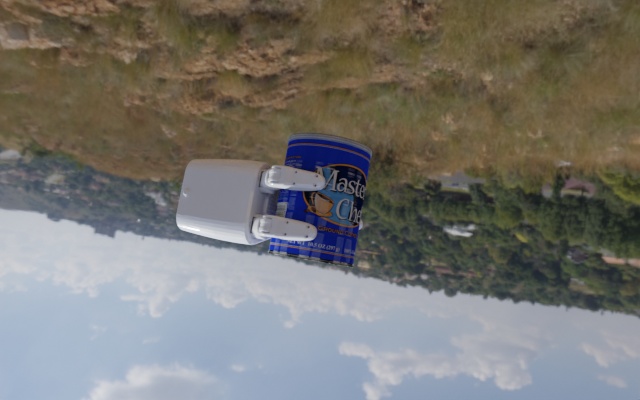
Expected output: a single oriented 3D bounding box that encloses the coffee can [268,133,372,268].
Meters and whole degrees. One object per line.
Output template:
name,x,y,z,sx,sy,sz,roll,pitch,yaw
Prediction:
coffee can,0.000,0.002,0.568,0.103,0.140,0.103,10,-7,1
